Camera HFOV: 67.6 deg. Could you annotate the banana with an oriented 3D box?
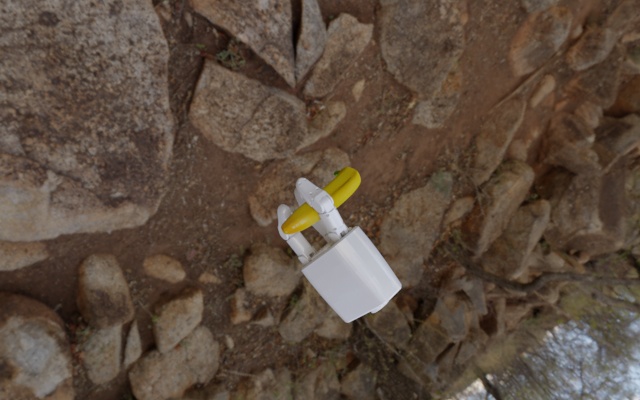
[{"bbox_3d":[0.014,-0.007,0.713,0.070,0.037,0.197,-32,7,37],"label":"banana"}]
